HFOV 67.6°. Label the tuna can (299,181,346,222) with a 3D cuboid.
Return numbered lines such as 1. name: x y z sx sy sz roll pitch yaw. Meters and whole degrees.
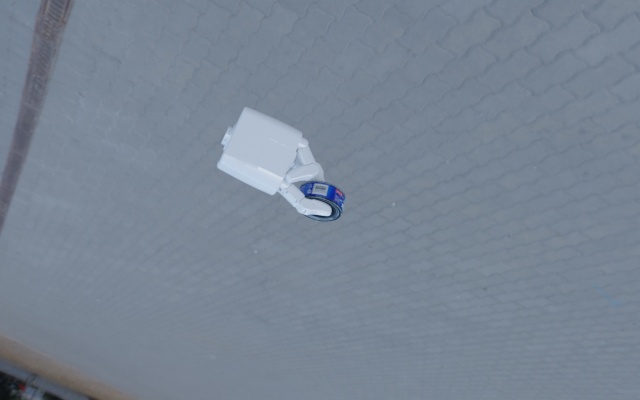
1. tuna can: 0.000 0.003 0.850 0.086 0.033 0.086 10 -31 6
